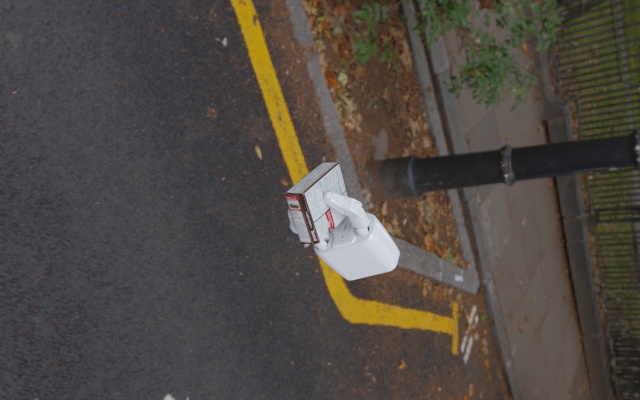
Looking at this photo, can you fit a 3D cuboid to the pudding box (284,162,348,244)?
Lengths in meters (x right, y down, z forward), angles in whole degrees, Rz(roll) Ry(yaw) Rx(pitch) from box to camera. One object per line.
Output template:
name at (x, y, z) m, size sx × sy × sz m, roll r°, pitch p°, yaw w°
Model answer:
pudding box at (0.000, 0.002, 0.742) m, size 0.039 × 0.090 × 0.113 m, roll -2°, pitch 26°, yaw 34°
